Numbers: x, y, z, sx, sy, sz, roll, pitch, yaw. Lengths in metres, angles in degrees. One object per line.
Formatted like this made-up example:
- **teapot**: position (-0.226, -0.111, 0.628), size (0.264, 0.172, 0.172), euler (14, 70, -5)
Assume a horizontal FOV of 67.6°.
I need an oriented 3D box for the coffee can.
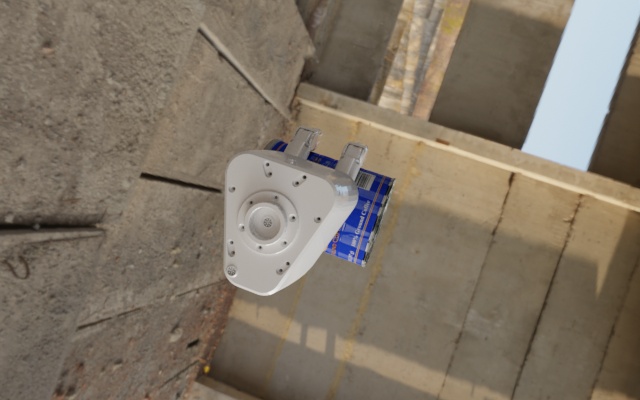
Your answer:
- **coffee can**: position (0.000, 0.002, 0.529), size (0.140, 0.103, 0.103), euler (19, 3, 9)
